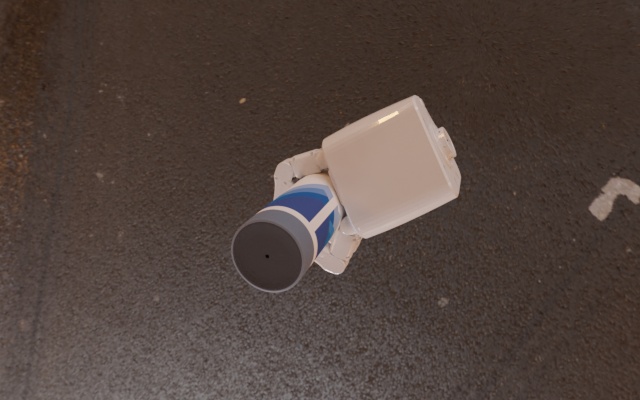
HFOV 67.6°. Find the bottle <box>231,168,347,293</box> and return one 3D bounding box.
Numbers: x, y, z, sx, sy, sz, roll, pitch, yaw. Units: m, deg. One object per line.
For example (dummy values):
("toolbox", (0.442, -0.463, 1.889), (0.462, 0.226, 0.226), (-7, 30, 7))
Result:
("bottle", (0.000, 0.002, 0.526), (0.069, 0.069, 0.295), (0, 18, 18))
